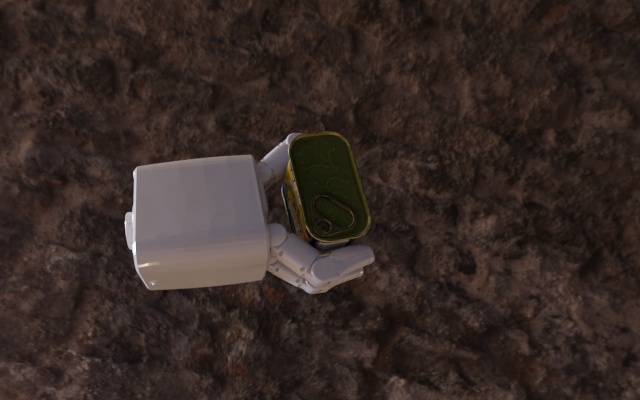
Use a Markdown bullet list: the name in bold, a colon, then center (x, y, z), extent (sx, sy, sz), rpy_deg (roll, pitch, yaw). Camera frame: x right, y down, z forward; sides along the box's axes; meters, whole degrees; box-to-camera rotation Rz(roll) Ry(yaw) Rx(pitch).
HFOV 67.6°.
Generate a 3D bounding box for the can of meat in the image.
- **can of meat**: center (0.000, 0.001, 0.442), extent (0.057, 0.102, 0.084), rpy_deg (-9, -21, -15)
